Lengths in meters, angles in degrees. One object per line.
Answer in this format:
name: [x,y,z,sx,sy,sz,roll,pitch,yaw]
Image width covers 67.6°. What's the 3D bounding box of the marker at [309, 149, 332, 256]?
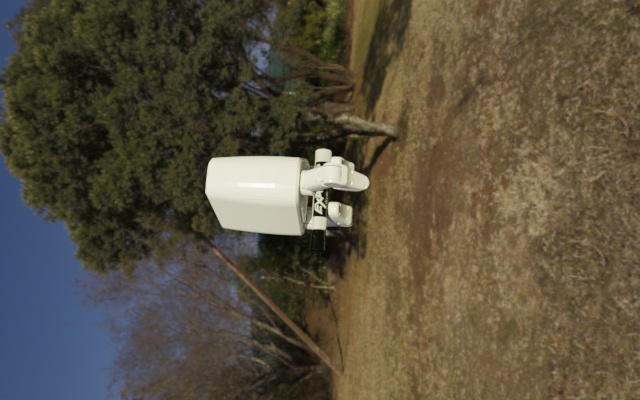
marker: [0.000,0.002,0.537,0.020,0.121,0.020,3,-13,1]
